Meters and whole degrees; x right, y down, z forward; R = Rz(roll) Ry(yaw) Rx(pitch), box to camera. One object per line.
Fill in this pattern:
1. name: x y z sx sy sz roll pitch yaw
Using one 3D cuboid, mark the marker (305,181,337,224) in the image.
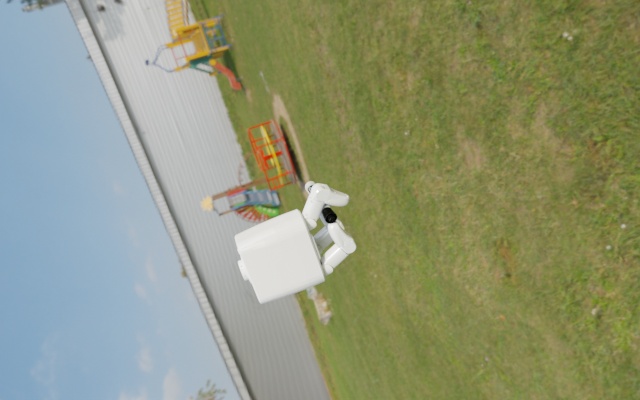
1. marker: 0.000 0.002 0.739 0.020 0.020 0.121 0 26 -18
